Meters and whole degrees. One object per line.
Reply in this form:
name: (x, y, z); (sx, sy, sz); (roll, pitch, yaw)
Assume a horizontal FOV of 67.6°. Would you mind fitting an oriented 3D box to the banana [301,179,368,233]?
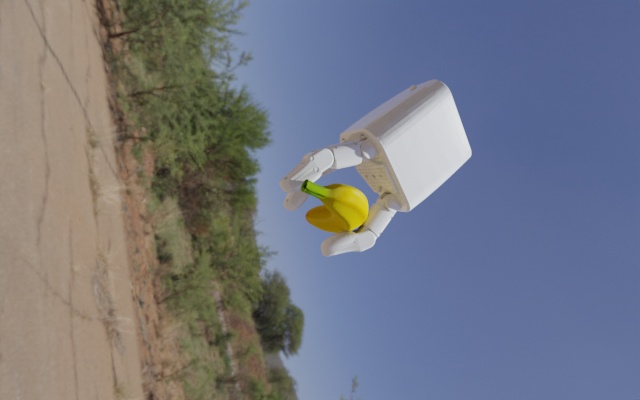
banana: (0.017, 0.009, 0.528); (0.069, 0.037, 0.198); (27, -12, 4)
